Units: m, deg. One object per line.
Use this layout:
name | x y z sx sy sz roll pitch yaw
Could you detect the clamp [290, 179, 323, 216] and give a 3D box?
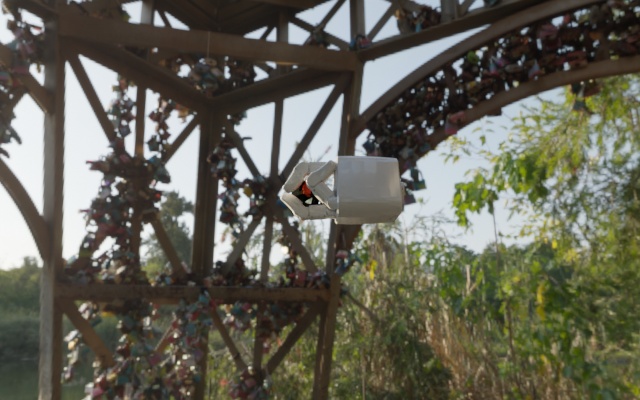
clamp | 0.000 0.002 0.886 0.120 0.039 0.171 1 -14 0
